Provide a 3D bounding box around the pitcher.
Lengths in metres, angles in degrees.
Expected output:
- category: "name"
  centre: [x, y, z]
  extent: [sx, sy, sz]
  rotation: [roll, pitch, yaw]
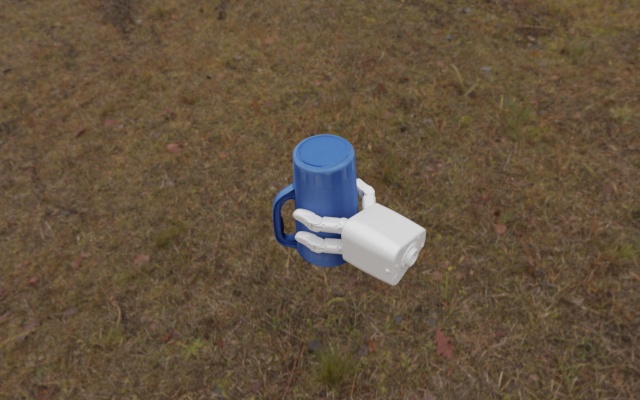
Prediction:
- category: "pitcher"
  centre: [0.000, 0.003, 0.898]
  extent: [0.145, 0.243, 0.149]
  rotation: [30, 53, 31]
